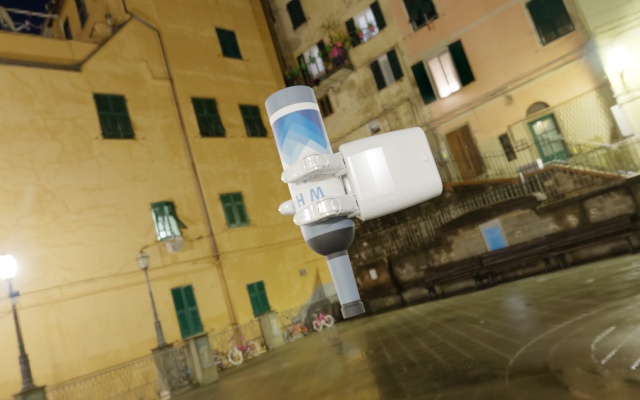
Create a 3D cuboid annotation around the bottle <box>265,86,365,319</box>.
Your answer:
[{"bbox_3d":[0.000,0.002,0.609,0.069,0.295,0.069,-16,-10,-3],"label":"bottle"}]
